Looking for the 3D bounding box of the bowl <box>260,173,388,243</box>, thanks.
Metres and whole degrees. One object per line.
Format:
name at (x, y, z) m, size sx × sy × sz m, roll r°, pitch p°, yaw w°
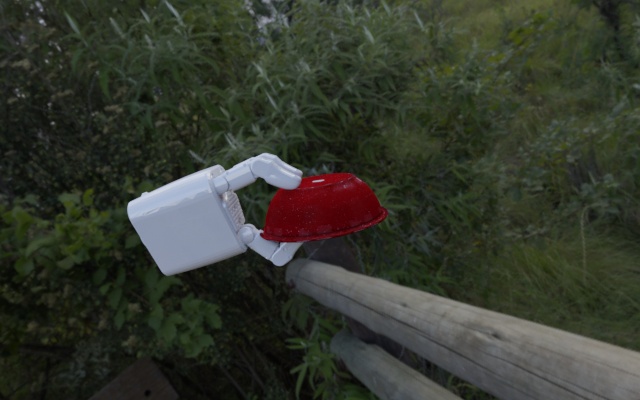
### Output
bowl at (0.001, 0.001, 0.589) m, size 0.162 × 0.055 × 0.162 m, roll -9°, pitch 11°, yaw 2°
